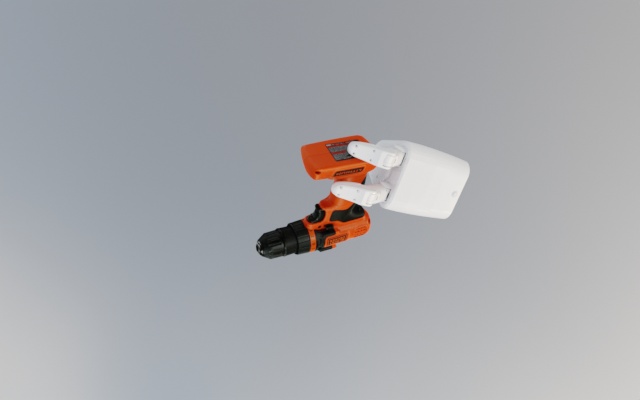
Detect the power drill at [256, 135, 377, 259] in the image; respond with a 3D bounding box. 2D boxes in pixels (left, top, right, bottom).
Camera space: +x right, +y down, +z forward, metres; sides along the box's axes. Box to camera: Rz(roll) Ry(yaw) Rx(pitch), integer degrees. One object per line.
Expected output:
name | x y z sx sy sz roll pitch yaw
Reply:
power drill | 0.000 0.002 0.676 0.184 0.057 0.188 -15 -38 -24
